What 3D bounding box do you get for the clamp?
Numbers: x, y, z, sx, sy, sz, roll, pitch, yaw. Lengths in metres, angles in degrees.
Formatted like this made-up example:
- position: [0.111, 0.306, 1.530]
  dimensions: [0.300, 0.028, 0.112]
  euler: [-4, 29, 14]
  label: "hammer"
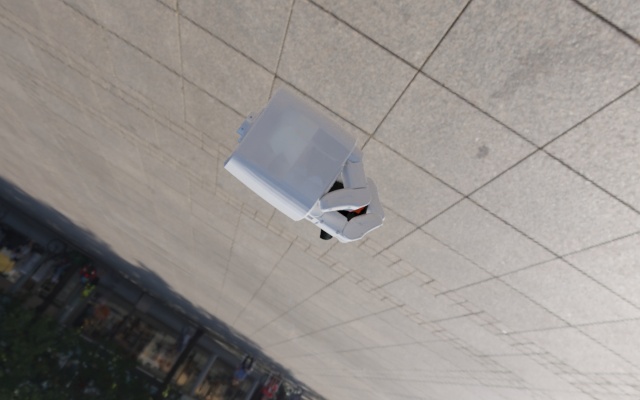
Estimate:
- position: [0.000, 0.003, 0.634]
  dimensions: [0.120, 0.039, 0.171]
  euler: [36, -24, -13]
  label: "clamp"
